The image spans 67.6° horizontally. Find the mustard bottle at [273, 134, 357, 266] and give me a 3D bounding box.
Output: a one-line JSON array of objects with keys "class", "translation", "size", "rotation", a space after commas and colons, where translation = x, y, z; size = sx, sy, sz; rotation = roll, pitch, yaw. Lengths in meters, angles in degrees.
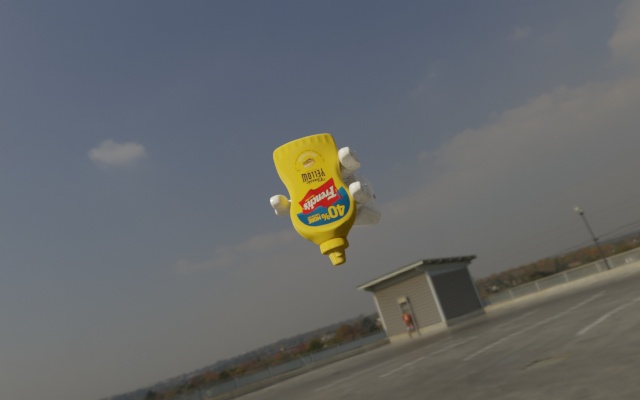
[{"class": "mustard bottle", "translation": [0.000, 0.002, 0.699], "size": [0.096, 0.191, 0.058], "rotation": [-17, -16, -3]}]
